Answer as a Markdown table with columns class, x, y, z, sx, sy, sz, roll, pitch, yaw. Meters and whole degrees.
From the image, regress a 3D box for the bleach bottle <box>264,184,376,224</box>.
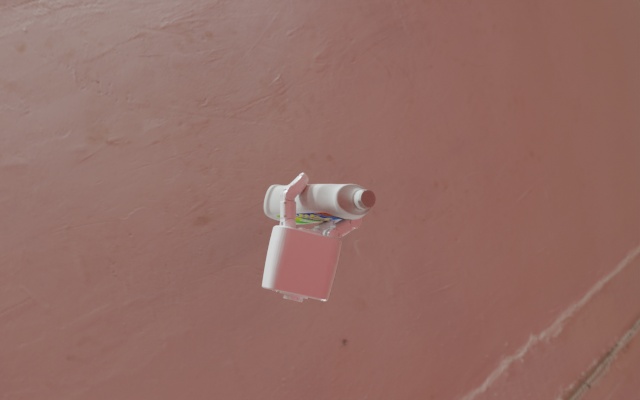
| class | x | y | z | sx | sy | sz | roll | pitch | yaw |
| --- | --- | --- | --- | --- | --- | --- | --- | --- | --- |
| bleach bottle | 0.000 | 0.003 | 0.834 | 0.102 | 0.068 | 0.251 | 17 | -12 | -30 |
